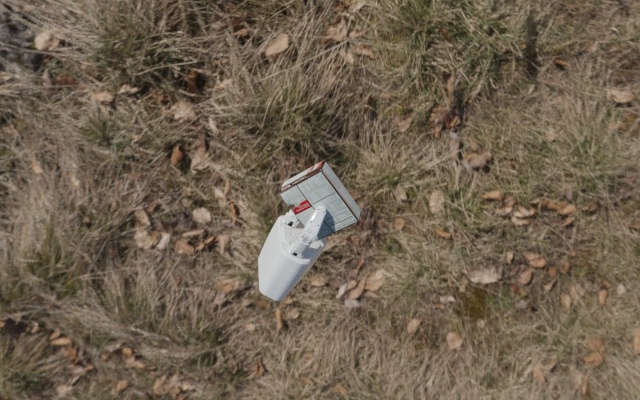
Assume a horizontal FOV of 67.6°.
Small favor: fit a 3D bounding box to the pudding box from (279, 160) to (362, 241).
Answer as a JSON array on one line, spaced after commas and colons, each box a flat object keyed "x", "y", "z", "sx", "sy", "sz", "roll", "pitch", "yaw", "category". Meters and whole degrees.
[{"x": 0.000, "y": 0.003, "z": 0.780, "sx": 0.090, "sy": 0.113, "sz": 0.039, "roll": -27, "pitch": 24, "yaw": 24, "category": "pudding box"}]
